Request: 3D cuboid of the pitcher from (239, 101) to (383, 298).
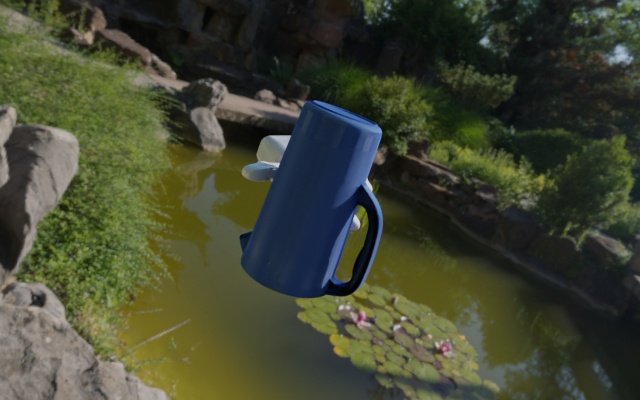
[{"bbox_3d":[0.000,0.002,0.637,0.149,0.243,0.145,14,17,-24],"label":"pitcher"}]
